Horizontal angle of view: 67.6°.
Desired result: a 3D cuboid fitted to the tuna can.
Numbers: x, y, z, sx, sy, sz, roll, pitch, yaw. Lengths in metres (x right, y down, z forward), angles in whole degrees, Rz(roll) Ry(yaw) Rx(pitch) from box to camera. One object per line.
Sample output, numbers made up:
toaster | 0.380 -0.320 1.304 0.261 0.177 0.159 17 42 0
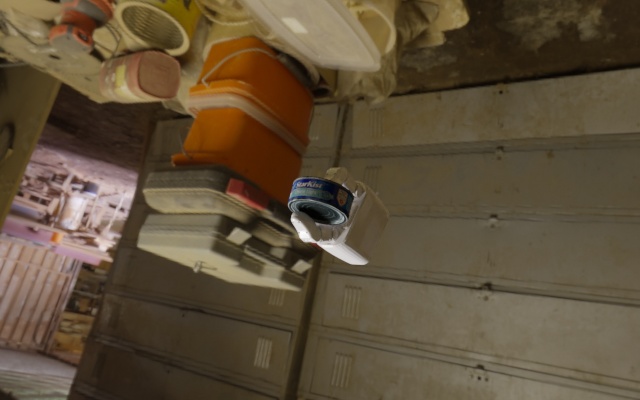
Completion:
tuna can | 0.000 0.003 0.645 0.086 0.033 0.086 14 -21 5
